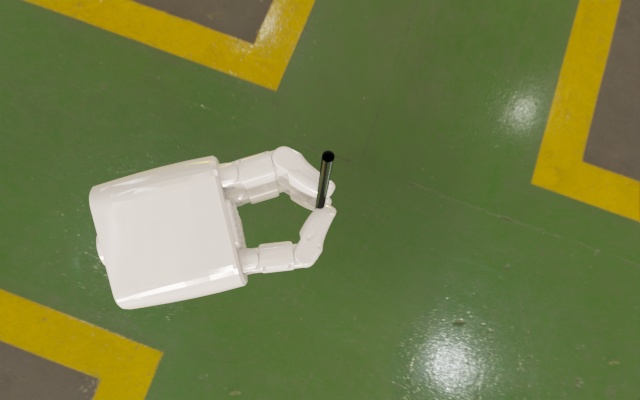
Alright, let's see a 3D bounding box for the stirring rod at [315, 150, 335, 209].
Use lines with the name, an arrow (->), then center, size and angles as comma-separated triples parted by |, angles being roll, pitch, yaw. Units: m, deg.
stirring rod -> 0.000, 0.001, 0.415 | 0.011, 0.011, 0.239 | 0, -14, -2
